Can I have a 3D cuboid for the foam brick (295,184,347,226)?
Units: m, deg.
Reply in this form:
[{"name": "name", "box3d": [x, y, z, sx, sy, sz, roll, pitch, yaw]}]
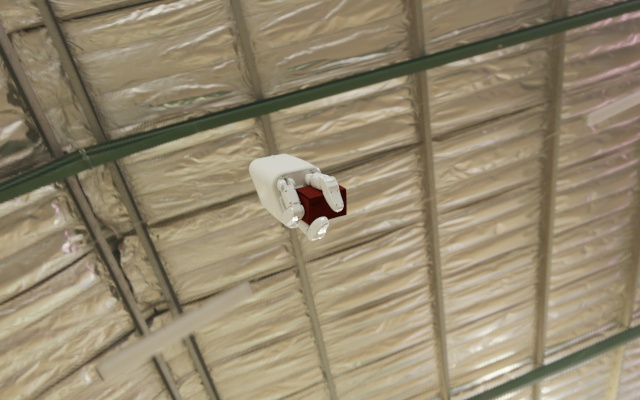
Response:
[{"name": "foam brick", "box3d": [0.000, 0.003, 0.828, 0.078, 0.053, 0.051, -14, 27, -29]}]
